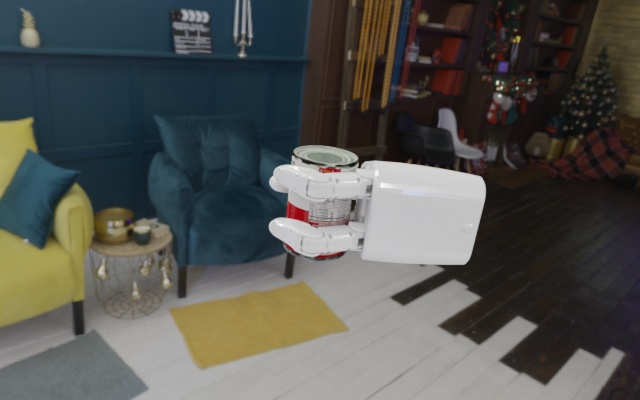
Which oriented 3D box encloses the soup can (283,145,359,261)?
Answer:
[{"bbox_3d":[0.000,0.001,0.488,0.068,0.102,0.068,6,21,-2],"label":"soup can"}]
